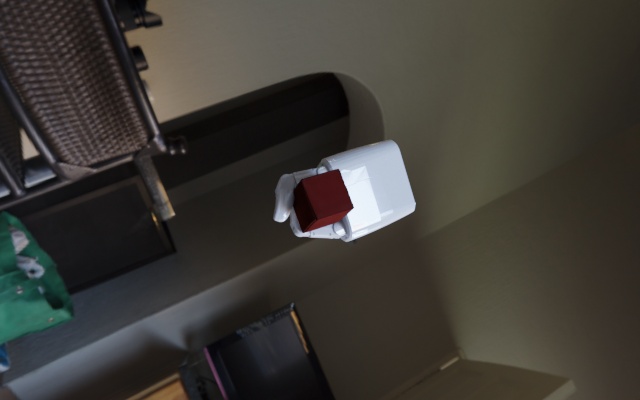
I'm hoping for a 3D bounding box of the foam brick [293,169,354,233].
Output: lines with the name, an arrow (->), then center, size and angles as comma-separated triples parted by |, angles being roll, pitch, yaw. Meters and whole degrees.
foam brick -> 0.000, 0.002, 0.587 | 0.051, 0.053, 0.078 | -17, -10, -17
